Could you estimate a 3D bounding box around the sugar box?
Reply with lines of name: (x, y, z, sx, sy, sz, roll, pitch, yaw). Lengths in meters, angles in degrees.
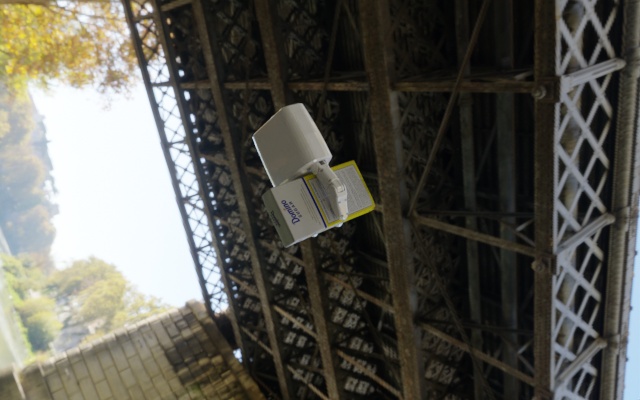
sugar box: (0.000, 0.003, 0.784, 0.176, 0.093, 0.048, -21, -9, -32)
